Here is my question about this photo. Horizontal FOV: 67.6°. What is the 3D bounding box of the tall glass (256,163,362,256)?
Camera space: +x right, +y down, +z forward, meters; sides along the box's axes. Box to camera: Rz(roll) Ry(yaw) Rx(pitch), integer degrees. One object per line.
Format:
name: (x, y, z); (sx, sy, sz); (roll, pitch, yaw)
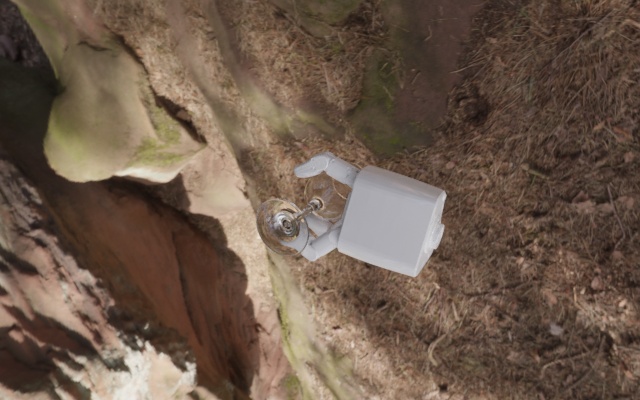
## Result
tall glass: (0.000, 0.002, 0.650); (0.079, 0.079, 0.201); (0, 18, 29)
